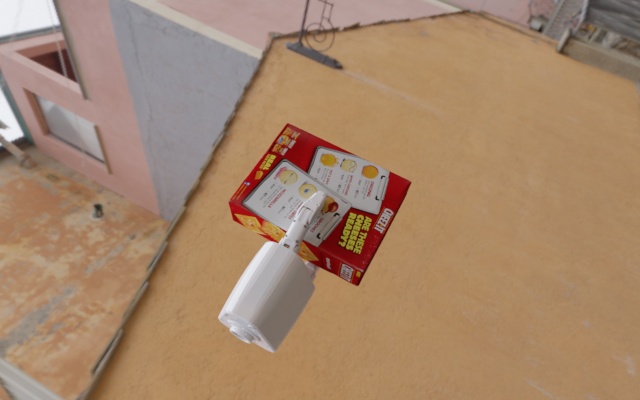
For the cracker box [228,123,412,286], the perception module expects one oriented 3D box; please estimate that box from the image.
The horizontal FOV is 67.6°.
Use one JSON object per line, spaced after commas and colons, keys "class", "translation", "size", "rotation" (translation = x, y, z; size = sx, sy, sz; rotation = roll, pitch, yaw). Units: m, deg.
{"class": "cracker box", "translation": [0.000, 0.002, 0.705], "size": [0.213, 0.164, 0.072], "rotation": [27, -27, 11]}
